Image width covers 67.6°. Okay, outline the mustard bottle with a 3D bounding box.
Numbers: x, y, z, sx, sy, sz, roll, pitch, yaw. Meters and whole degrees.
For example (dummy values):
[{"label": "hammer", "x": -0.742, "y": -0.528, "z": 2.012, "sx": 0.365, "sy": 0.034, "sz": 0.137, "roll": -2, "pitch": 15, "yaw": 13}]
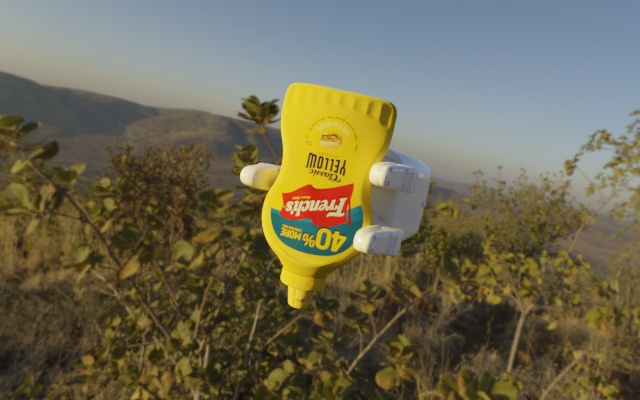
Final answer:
[{"label": "mustard bottle", "x": 0.000, "y": 0.001, "z": 0.418, "sx": 0.096, "sy": 0.191, "sz": 0.058, "roll": 13, "pitch": 7, "yaw": 4}]
